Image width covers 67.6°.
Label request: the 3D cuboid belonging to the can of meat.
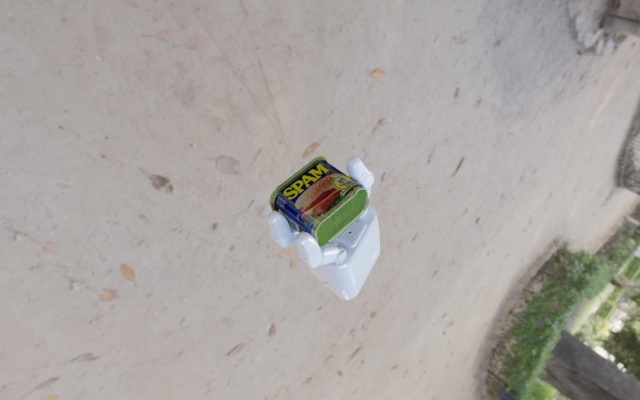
[{"bbox_3d":[0.000,0.002,0.621,0.102,0.057,0.084,-39,55,-21],"label":"can of meat"}]
